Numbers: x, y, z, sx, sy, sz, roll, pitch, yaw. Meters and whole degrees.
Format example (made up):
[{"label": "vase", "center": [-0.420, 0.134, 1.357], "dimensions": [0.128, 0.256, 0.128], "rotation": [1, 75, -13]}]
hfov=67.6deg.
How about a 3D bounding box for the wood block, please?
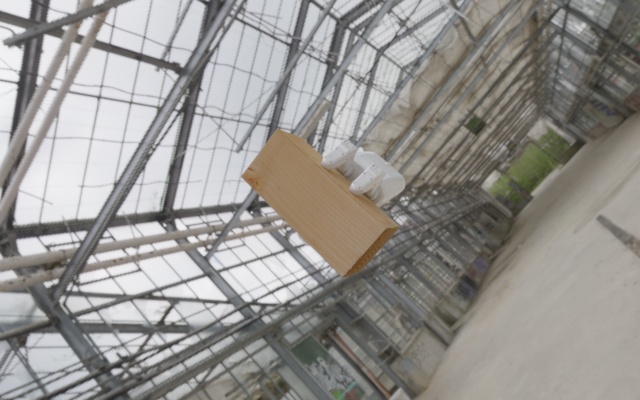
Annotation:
[{"label": "wood block", "center": [0.000, 0.002, 0.682], "dimensions": [0.206, 0.091, 0.090], "rotation": [43, 14, 17]}]
